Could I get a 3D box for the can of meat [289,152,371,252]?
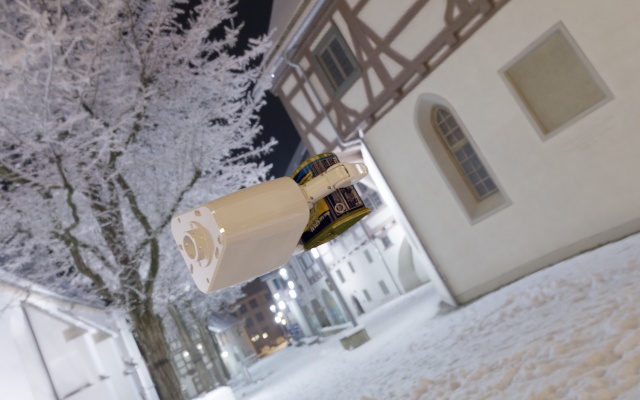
[{"bbox_3d":[0.000,0.002,0.572,0.057,0.084,0.102,-20,-14,-37],"label":"can of meat"}]
